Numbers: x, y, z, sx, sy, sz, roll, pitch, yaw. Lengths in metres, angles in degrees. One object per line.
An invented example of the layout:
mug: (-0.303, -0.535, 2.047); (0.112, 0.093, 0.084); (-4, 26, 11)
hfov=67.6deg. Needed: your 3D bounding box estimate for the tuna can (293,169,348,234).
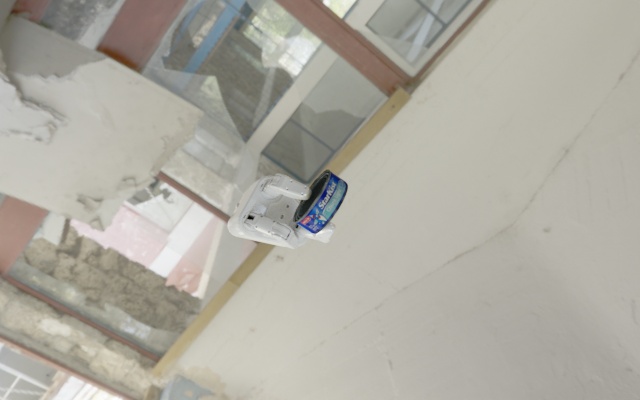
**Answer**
tuna can: (0.001, 0.002, 0.648); (0.034, 0.086, 0.086); (34, -8, -12)
